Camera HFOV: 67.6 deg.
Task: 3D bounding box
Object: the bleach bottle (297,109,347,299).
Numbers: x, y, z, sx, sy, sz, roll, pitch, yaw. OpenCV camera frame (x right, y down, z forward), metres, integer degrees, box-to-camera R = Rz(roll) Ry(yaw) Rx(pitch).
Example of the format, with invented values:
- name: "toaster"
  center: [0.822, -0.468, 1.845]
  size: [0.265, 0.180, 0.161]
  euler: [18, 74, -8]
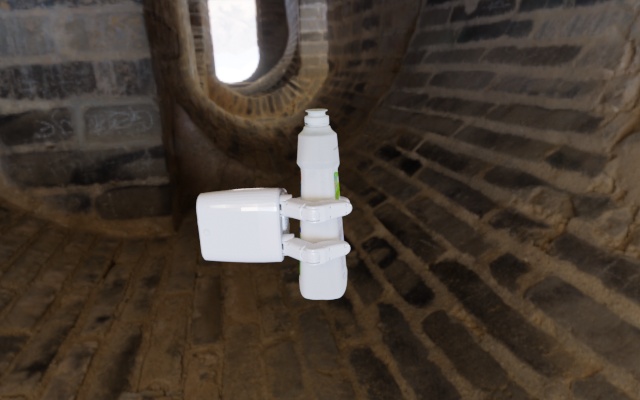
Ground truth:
- name: "bleach bottle"
  center: [0.000, 0.002, 0.651]
  size: [0.068, 0.251, 0.102]
  euler: [-1, 18, 3]
